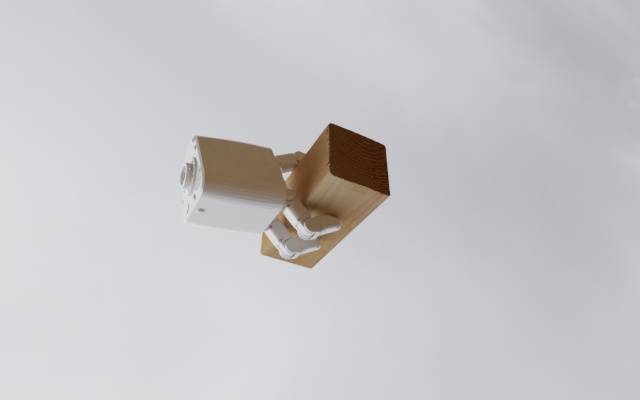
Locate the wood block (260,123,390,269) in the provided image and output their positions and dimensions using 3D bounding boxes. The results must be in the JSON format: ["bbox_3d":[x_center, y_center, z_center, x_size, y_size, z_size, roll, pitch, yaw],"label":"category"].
[{"bbox_3d":[0.000,0.002,0.667,0.090,0.090,0.206,19,-41,-22],"label":"wood block"}]
